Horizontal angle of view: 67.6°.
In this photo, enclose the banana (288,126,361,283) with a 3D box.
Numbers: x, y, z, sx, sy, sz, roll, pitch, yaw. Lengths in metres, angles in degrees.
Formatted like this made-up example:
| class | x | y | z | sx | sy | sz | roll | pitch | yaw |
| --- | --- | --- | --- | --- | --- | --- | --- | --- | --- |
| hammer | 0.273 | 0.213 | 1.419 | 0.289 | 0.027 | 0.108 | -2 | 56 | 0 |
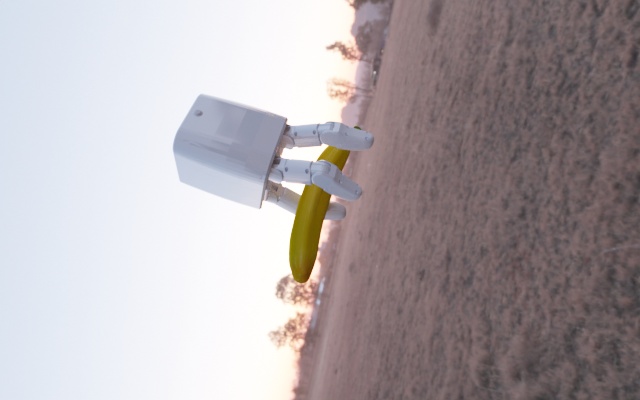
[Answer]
| class | x | y | z | sx | sy | sz | roll | pitch | yaw |
| --- | --- | --- | --- | --- | --- | --- | --- | --- | --- |
| banana | -0.004 | 0.004 | 0.552 | 0.037 | 0.197 | 0.070 | 23 | -22 | -10 |
